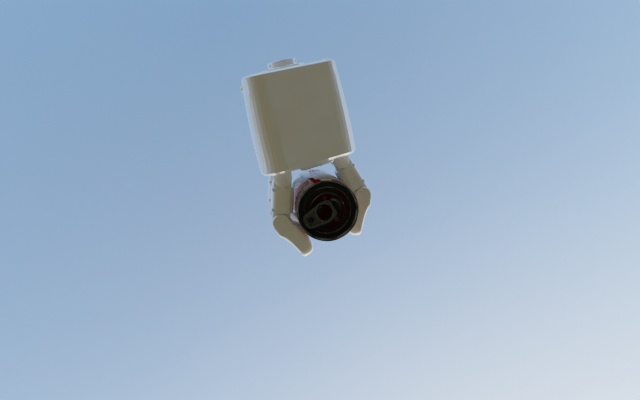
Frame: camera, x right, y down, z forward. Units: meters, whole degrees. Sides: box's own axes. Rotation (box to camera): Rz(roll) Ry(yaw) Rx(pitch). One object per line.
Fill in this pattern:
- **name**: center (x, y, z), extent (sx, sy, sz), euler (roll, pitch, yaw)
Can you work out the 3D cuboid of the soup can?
- **soup can**: center (0.000, 0.002, 0.563), extent (0.068, 0.068, 0.102), euler (0, 11, -10)
